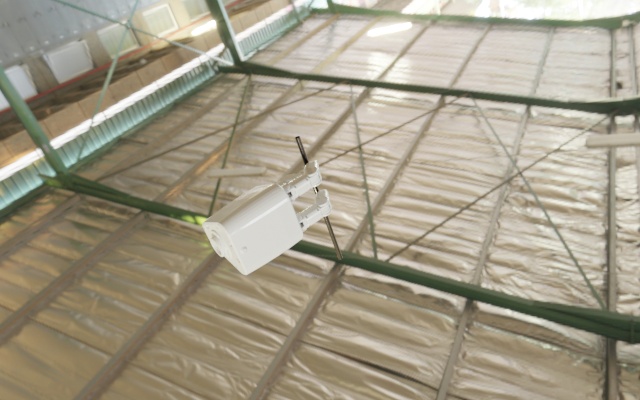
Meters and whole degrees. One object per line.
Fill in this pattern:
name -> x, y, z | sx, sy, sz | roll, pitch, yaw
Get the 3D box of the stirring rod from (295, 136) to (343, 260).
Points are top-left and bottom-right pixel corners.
stirring rod -> 0.000, 0.003, 0.791 | 0.011, 0.240, 0.011 | -15, 28, 8
